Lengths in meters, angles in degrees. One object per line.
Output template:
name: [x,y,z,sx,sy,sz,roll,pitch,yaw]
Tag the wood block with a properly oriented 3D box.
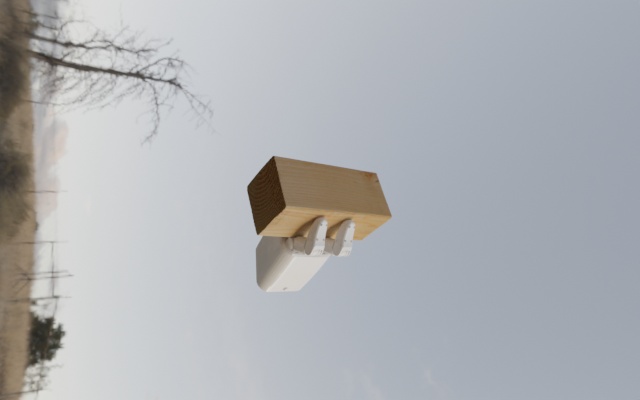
wood block: [0.000,0.002,0.761,0.206,0.090,0.090,6,-35,-37]
